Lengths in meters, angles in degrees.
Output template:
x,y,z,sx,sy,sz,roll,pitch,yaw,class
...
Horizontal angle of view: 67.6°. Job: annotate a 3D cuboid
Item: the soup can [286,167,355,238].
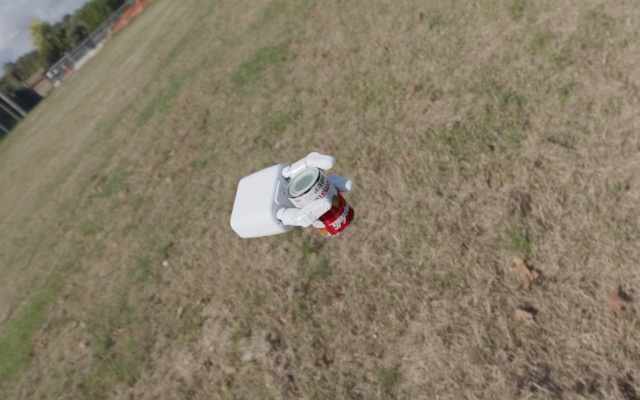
x,y,z,sx,sy,sz,roll,pitch,yaw,class
0.000,0.002,0.775,0.068,0.068,0.102,0,-41,48,soup can
